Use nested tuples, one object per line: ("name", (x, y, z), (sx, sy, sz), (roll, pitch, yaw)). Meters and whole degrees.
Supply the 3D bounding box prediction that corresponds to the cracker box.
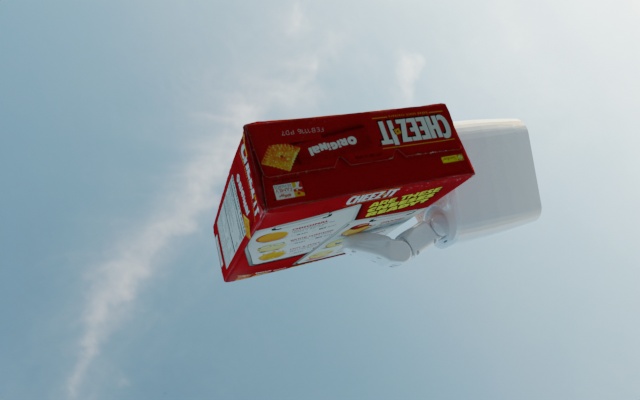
("cracker box", (0.000, 0.002, 0.420), (0.164, 0.072, 0.214), (-11, -17, -22))
